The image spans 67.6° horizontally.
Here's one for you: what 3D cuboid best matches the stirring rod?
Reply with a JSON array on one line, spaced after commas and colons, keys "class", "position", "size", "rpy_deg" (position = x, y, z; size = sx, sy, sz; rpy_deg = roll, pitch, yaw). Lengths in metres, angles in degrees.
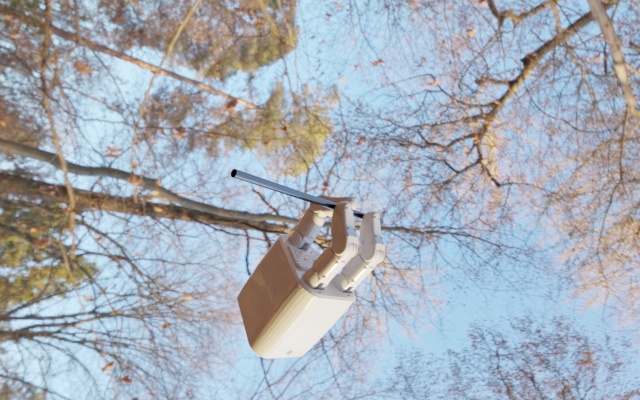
[{"class": "stirring rod", "position": [0.000, 0.002, 0.503], "size": [0.011, 0.011, 0.239], "rpy_deg": [0, -12, 40]}]
